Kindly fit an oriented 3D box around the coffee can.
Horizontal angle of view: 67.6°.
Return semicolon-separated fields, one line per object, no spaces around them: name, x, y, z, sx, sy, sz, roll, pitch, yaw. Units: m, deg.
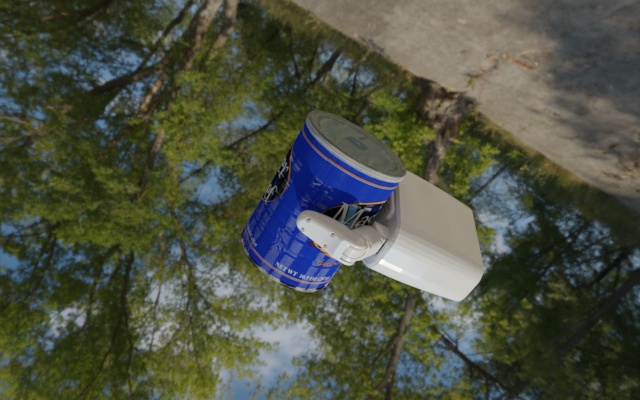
coffee can;0.000;0.001;0.455;0.103;0.140;0.102;27;24;-13
